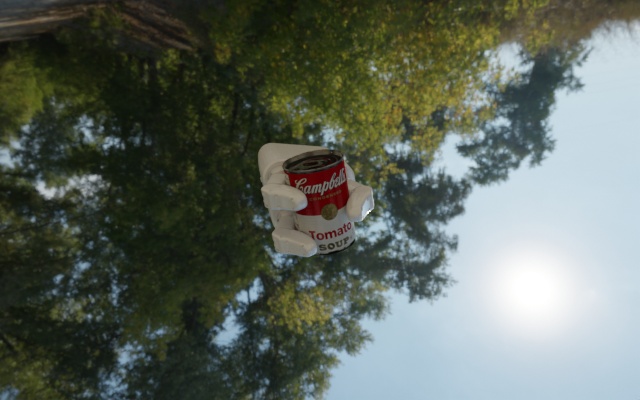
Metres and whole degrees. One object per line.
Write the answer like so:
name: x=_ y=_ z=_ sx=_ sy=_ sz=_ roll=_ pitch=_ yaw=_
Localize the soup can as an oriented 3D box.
soup can: x=0.000 y=0.002 z=0.534 sx=0.068 sy=0.102 sz=0.068 roll=-9 pitch=22 yaw=4
